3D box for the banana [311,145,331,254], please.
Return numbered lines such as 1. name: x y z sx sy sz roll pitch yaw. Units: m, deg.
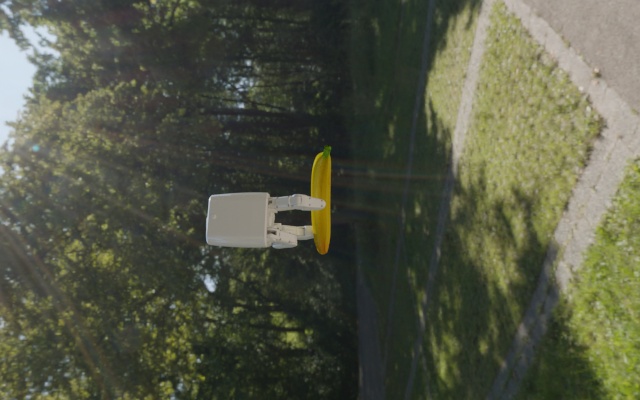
1. banana: 0.001 -0.002 0.888 0.037 0.198 0.069 1 5 1
